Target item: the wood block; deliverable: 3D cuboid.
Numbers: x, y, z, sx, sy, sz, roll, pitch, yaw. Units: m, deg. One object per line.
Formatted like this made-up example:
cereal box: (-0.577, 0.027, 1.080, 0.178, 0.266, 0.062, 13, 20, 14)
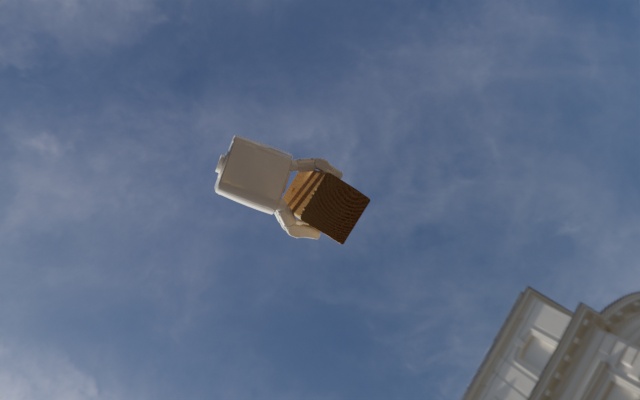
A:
wood block: (0.000, 0.002, 0.868, 0.090, 0.091, 0.206, 32, -2, -15)
